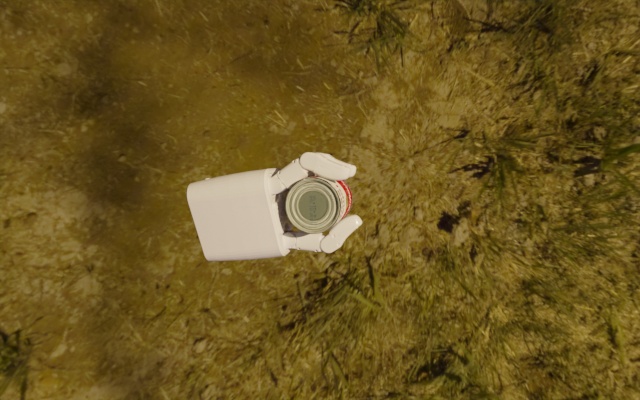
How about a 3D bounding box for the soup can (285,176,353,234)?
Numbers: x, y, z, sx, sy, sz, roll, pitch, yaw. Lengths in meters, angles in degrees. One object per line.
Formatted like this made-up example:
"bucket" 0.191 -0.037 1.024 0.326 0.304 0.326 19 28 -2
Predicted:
"soup can" 0.001 0.002 0.595 0.068 0.068 0.102 0 5 11
